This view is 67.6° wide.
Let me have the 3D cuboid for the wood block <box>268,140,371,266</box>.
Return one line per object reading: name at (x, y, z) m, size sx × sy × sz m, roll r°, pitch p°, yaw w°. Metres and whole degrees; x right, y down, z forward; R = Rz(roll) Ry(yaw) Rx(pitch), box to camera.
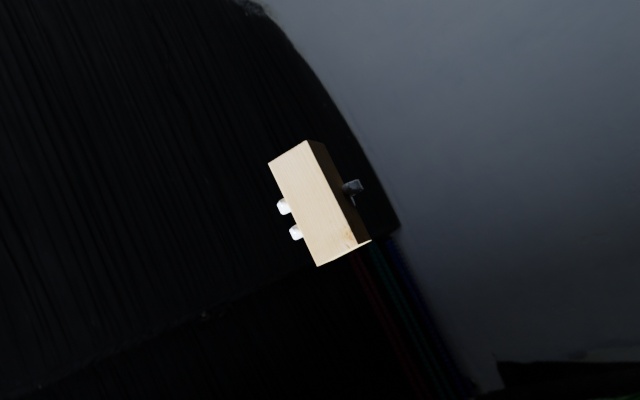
wood block at (0.001, 0.003, 0.877) m, size 0.091 × 0.206 × 0.090 m, roll -29°, pitch -9°, yaw 19°
